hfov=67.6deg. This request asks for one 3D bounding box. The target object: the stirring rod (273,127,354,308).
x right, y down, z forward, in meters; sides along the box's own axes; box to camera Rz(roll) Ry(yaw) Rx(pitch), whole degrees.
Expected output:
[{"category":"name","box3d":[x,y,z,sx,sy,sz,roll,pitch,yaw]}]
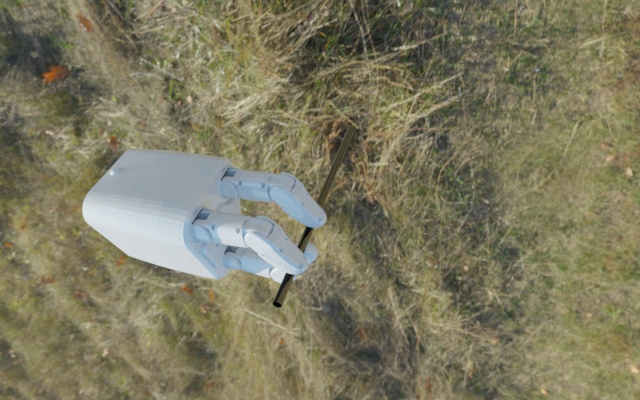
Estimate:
[{"category":"stirring rod","box3d":[0.000,0.001,0.462,0.011,0.011,0.239,0,43,23]}]
